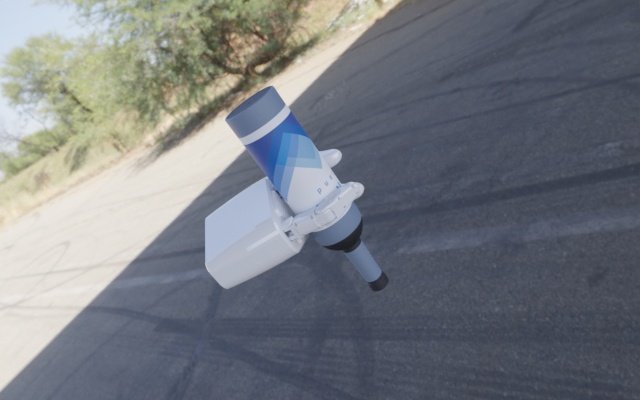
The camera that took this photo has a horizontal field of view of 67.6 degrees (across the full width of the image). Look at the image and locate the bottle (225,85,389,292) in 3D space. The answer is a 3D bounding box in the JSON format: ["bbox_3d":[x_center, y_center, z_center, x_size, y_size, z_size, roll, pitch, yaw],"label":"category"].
[{"bbox_3d":[0.000,0.002,0.585,0.069,0.296,0.069,-30,23,14],"label":"bottle"}]
